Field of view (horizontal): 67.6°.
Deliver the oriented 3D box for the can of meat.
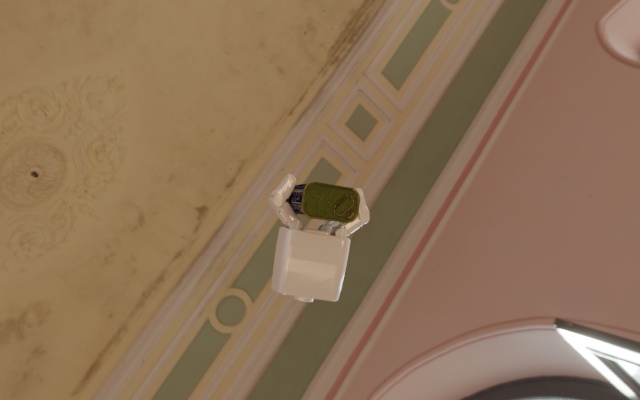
[{"bbox_3d":[0.000,0.002,0.788,0.102,0.057,0.084,8,-2,-26],"label":"can of meat"}]
